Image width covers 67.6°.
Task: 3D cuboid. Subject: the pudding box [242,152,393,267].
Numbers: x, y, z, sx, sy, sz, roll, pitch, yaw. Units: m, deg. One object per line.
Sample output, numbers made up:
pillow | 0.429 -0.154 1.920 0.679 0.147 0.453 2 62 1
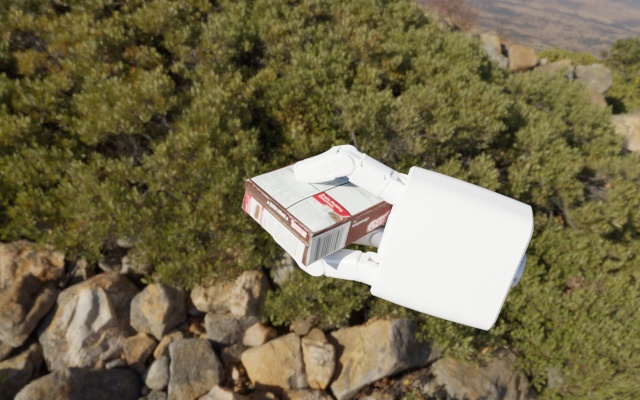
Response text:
pudding box | 0.000 0.001 0.439 0.113 0.039 0.090 -21 48 -41
